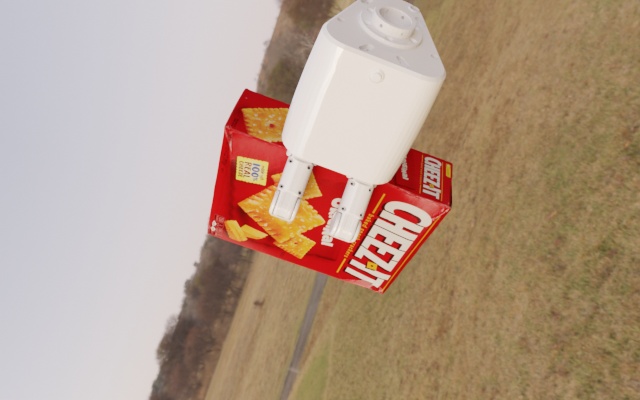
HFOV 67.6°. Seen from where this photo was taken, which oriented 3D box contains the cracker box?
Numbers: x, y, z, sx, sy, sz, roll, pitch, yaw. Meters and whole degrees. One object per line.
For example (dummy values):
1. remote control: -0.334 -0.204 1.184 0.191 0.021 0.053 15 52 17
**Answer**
1. cracker box: 0.000 0.001 0.489 0.214 0.072 0.164 20 -43 -5
